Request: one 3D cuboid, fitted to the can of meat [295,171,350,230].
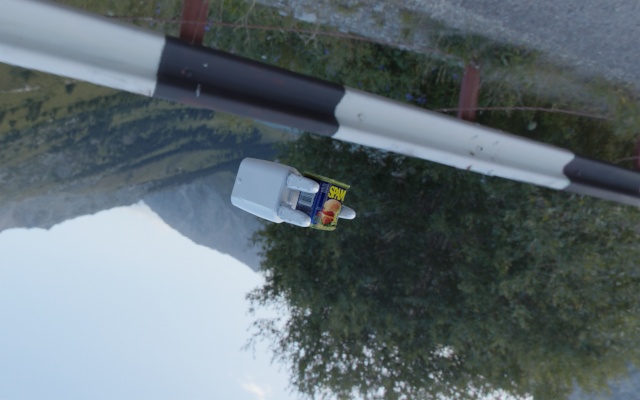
[{"bbox_3d":[0.000,0.003,0.809,0.057,0.084,0.102,17,1,24],"label":"can of meat"}]
